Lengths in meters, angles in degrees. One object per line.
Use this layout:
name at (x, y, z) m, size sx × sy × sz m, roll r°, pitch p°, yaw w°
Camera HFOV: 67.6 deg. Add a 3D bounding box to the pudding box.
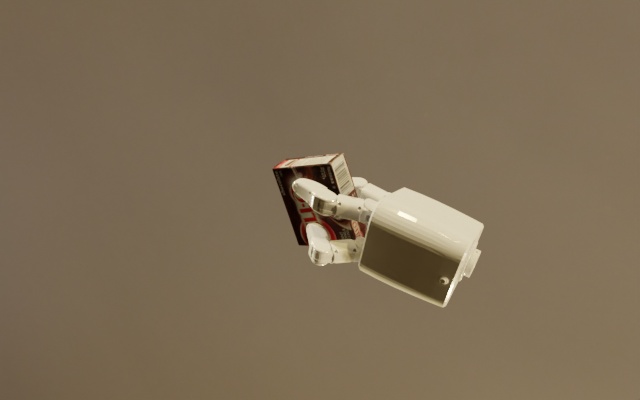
pudding box at (0.000, 0.002, 0.583) m, size 0.090 × 0.113 × 0.039 m, roll -3°, pitch 23°, yaw 36°
